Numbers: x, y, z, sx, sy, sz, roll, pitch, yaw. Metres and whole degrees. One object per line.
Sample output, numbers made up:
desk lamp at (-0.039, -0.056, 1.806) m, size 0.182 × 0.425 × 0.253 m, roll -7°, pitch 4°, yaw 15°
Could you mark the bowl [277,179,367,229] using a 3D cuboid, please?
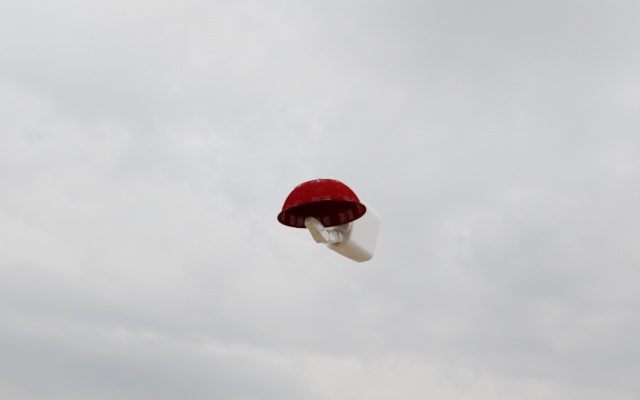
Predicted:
bowl at (0.000, 0.002, 0.860) m, size 0.162 × 0.055 × 0.162 m, roll -5°, pitch -19°, yaw -2°
